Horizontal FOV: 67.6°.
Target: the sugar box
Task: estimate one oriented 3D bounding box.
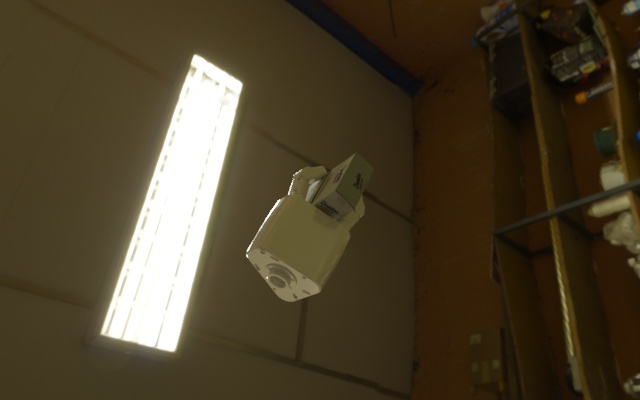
[{"bbox_3d":[0.000,0.003,0.746,0.176,0.048,0.093,-29,23,45],"label":"sugar box"}]
